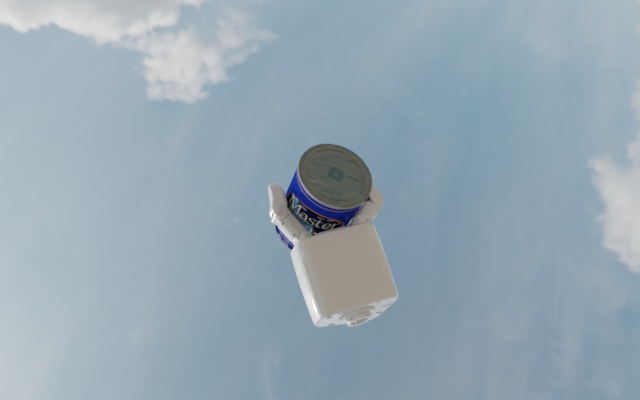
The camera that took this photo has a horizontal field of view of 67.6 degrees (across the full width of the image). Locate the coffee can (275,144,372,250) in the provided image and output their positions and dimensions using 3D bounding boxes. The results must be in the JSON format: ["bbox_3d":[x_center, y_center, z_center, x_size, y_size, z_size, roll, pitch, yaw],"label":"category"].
[{"bbox_3d":[0.000,0.002,0.681,0.103,0.102,0.140,0,-32,-21],"label":"coffee can"}]
